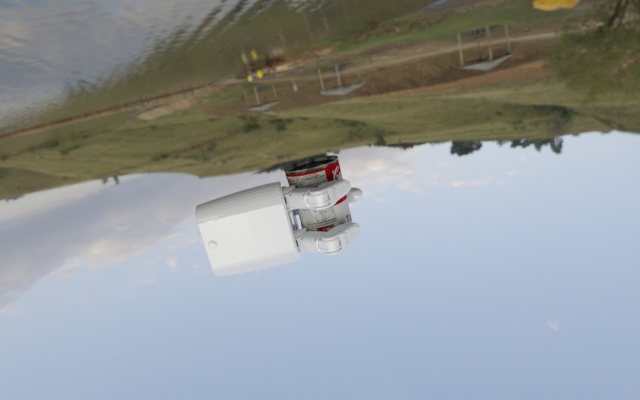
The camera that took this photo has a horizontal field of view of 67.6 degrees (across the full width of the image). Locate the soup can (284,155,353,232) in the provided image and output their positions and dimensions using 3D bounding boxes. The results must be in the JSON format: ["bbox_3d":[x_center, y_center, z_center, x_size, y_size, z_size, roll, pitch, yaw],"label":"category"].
[{"bbox_3d":[0.001,0.002,0.594,0.068,0.102,0.068,-13,14,3],"label":"soup can"}]
